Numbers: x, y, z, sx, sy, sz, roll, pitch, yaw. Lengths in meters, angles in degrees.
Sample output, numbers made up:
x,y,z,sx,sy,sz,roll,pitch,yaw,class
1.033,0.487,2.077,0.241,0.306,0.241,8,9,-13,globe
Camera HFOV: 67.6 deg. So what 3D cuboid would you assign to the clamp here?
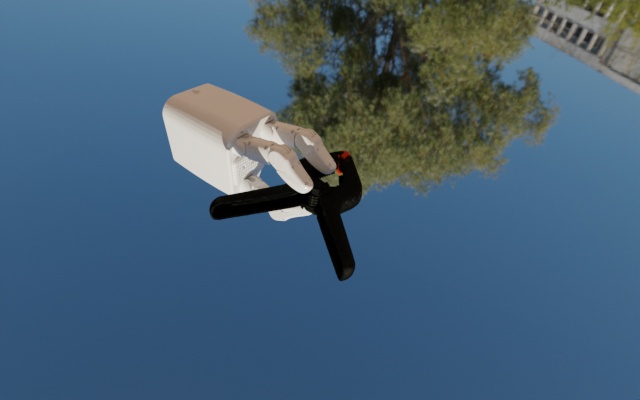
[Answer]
x,y,z,sx,sy,sz,roll,pitch,yaw,class
0.000,0.002,0.553,0.164,0.036,0.210,30,38,16,clamp
